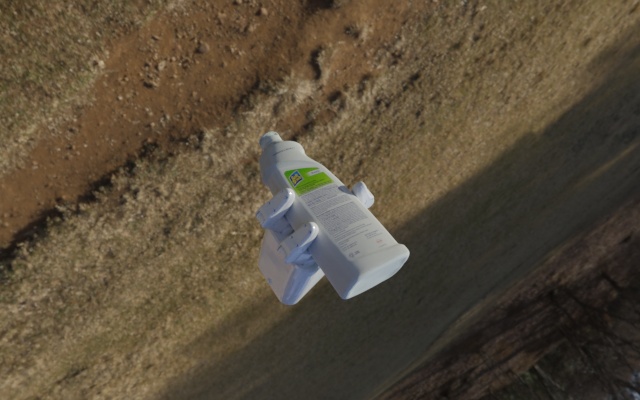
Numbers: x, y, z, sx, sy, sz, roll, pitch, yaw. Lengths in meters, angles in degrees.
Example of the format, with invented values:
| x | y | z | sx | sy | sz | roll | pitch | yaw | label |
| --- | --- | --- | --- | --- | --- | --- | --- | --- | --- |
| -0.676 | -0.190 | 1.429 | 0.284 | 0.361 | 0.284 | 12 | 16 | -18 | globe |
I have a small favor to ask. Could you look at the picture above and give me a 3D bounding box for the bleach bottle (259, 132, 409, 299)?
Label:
| x | y | z | sx | sy | sz | roll | pitch | yaw | label |
| --- | --- | --- | --- | --- | --- | --- | --- | --- | --- |
| 0.000 | 0.002 | 0.629 | 0.102 | 0.250 | 0.068 | -20 | -29 | -33 | bleach bottle |
